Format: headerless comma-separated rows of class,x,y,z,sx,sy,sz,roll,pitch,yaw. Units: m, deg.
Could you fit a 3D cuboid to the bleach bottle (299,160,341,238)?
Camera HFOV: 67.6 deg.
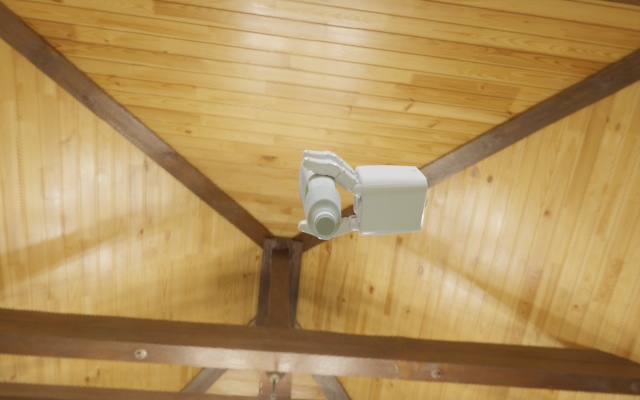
bleach bottle,0.000,0.002,0.781,0.068,0.103,0.250,-2,19,-3
